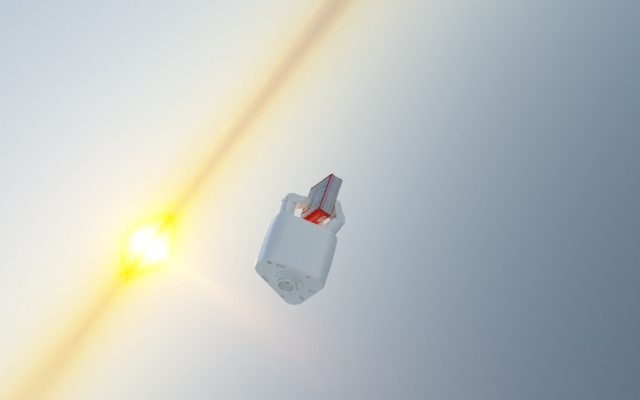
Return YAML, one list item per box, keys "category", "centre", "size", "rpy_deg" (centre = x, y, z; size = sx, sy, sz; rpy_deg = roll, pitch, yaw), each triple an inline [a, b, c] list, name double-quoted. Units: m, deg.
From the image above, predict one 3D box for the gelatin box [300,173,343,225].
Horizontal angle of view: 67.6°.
- category: "gelatin box"
  centre: [0.000, 0.002, 0.878]
  size: [0.030, 0.089, 0.073]
  rpy_deg: [33, -37, -19]
